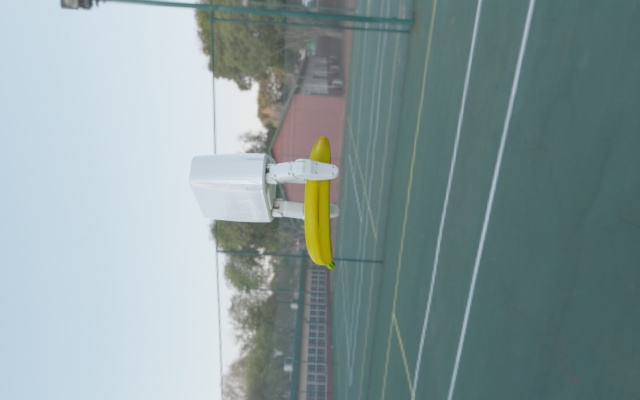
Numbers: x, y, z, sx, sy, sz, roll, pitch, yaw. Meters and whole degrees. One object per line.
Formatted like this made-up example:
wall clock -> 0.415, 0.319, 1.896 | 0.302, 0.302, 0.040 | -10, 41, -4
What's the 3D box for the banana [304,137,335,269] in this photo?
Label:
banana -> -0.002, 0.008, 0.680 | 0.037, 0.198, 0.069 | 0, 6, 8
